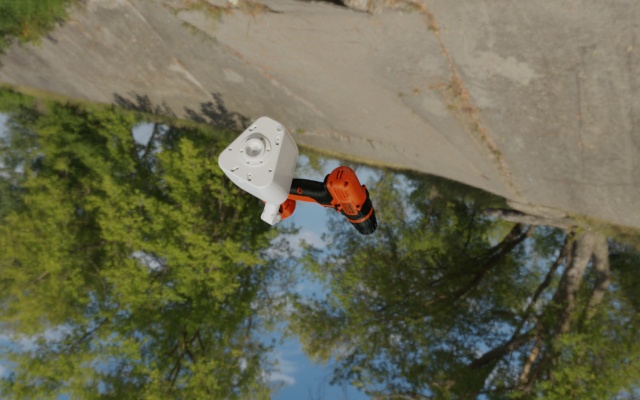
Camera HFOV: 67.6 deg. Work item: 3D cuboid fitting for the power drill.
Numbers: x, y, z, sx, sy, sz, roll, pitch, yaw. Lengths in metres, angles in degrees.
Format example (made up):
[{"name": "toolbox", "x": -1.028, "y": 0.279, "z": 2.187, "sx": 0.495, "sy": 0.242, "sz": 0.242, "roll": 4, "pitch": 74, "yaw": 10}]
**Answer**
[{"name": "power drill", "x": 0.000, "y": 0.003, "z": 0.852, "sx": 0.187, "sy": 0.057, "sz": 0.185, "roll": 2, "pitch": -33, "yaw": 24}]
